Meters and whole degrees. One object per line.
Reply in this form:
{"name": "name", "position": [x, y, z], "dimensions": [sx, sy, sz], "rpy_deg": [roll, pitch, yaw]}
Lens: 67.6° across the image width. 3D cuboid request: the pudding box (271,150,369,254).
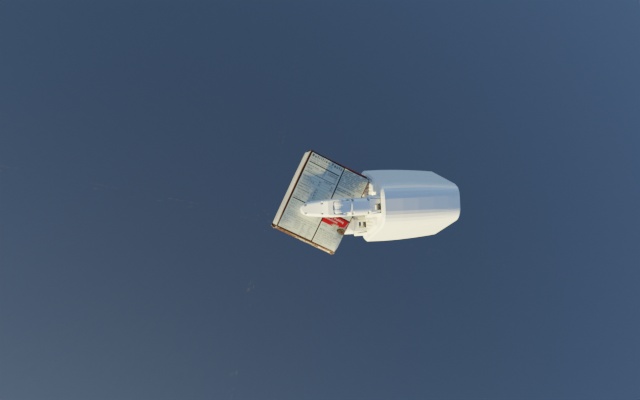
{"name": "pudding box", "position": [0.000, 0.002, 0.628], "dimensions": [0.090, 0.113, 0.039], "rpy_deg": [26, -6, -11]}
